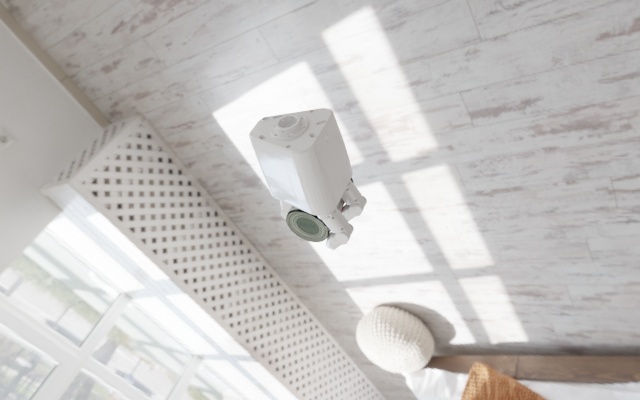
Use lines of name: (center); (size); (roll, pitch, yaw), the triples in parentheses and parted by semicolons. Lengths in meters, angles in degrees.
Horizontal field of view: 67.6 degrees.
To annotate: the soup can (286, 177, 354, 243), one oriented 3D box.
soup can: (0.000, 0.003, 0.701); (0.068, 0.102, 0.069); (17, -38, 14)
